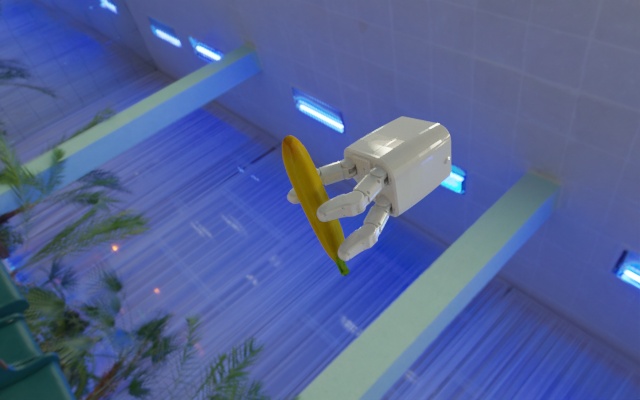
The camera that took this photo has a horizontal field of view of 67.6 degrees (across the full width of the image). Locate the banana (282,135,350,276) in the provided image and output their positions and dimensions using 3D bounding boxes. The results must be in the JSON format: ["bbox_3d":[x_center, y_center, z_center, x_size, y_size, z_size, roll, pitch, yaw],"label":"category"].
[{"bbox_3d":[-0.005,0.001,0.615,0.037,0.198,0.069,-29,21,-11],"label":"banana"}]
